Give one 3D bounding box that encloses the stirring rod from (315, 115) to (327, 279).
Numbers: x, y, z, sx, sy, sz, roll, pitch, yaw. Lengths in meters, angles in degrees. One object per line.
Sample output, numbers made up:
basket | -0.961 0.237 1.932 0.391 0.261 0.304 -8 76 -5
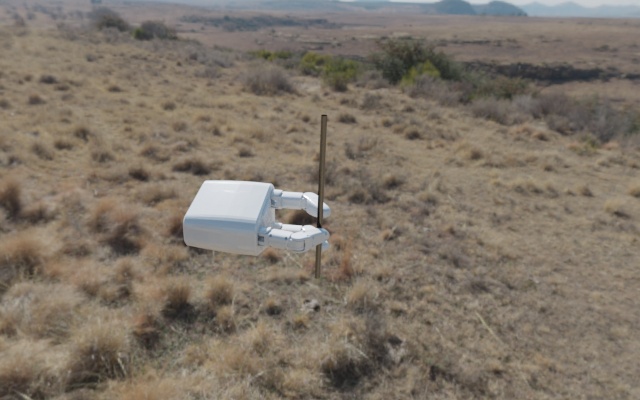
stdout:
stirring rod | 0.000 0.002 0.655 0.011 0.240 0.011 2 23 -1
